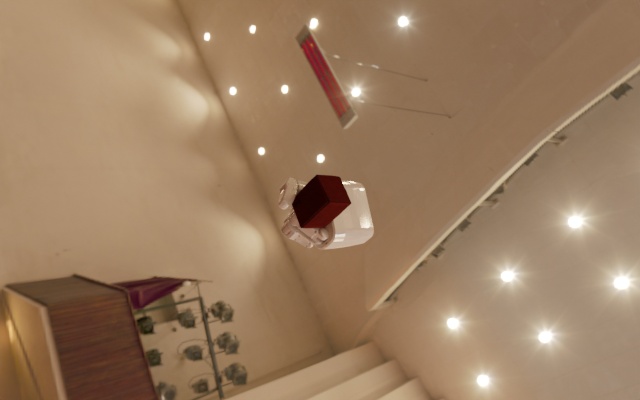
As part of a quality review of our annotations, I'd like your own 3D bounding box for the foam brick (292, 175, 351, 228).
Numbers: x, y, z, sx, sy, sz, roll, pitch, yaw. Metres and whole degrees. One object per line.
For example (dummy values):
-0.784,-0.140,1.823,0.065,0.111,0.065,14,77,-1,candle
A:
0.000,0.002,0.751,0.051,0.053,0.078,2,-34,-41,foam brick
